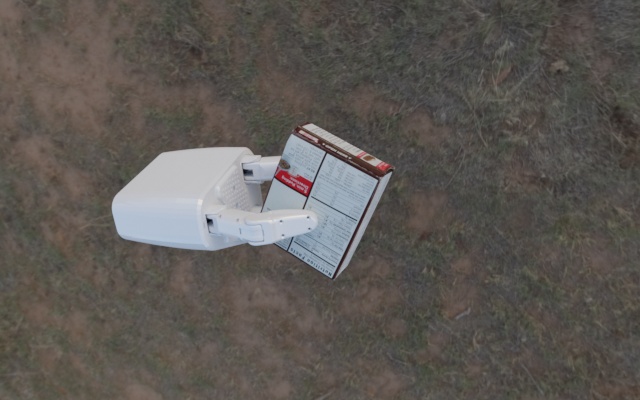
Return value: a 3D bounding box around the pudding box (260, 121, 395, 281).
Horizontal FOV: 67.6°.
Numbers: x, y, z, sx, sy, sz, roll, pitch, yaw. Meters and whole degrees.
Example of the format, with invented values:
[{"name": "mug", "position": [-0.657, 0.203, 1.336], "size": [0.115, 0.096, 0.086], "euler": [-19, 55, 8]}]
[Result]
[{"name": "pudding box", "position": [0.000, 0.001, 0.421], "size": [0.090, 0.113, 0.039], "euler": [29, 30, 12]}]
